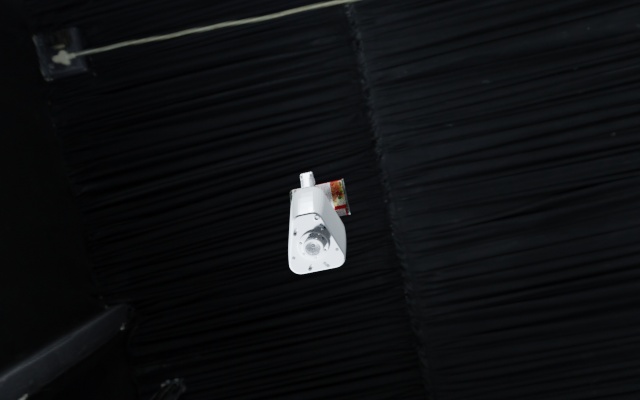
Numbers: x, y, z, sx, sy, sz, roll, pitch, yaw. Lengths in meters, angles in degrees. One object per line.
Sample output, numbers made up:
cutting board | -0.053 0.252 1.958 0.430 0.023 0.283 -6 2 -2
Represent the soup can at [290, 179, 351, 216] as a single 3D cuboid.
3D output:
soup can | 0.000 0.003 0.898 0.102 0.068 0.068 -12 -1 5
